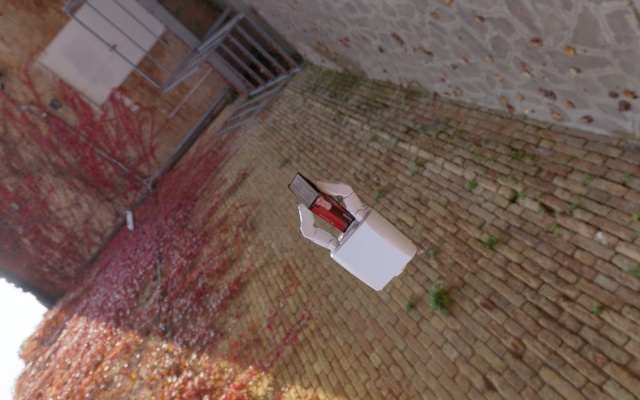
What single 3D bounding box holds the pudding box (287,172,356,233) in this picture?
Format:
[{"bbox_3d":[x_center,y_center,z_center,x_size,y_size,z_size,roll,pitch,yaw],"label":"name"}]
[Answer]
[{"bbox_3d":[0.000,0.003,0.840,0.090,0.039,0.113,36,2,-32],"label":"pudding box"}]
